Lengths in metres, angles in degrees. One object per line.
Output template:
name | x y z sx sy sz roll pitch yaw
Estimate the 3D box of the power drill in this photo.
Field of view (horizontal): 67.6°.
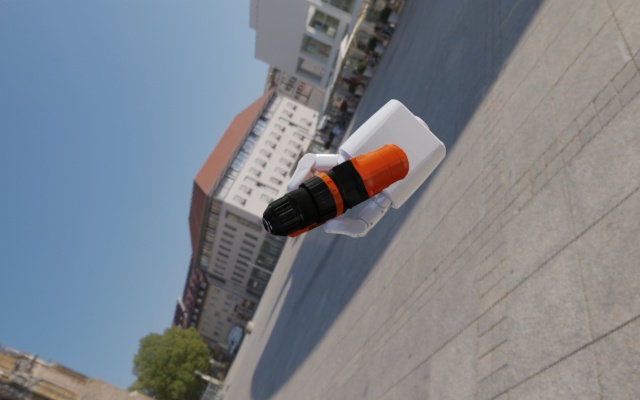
power drill | 0.000 0.002 0.594 0.184 0.057 0.188 -25 -1 -20
